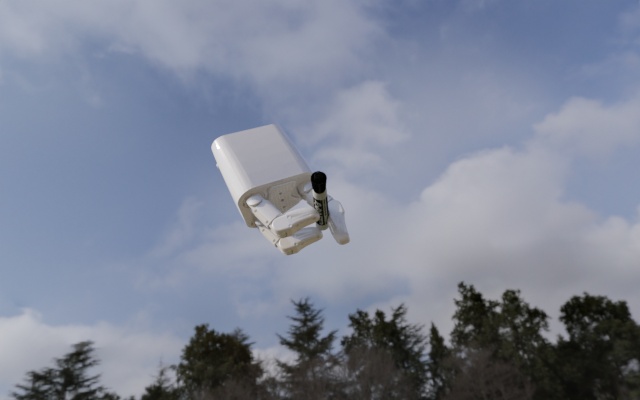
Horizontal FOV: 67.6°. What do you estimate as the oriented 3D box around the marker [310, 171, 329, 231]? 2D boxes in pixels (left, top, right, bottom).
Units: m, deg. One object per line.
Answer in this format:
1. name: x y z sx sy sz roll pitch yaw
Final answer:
1. marker: 0.000 0.002 0.591 0.020 0.020 0.121 0 -30 3
